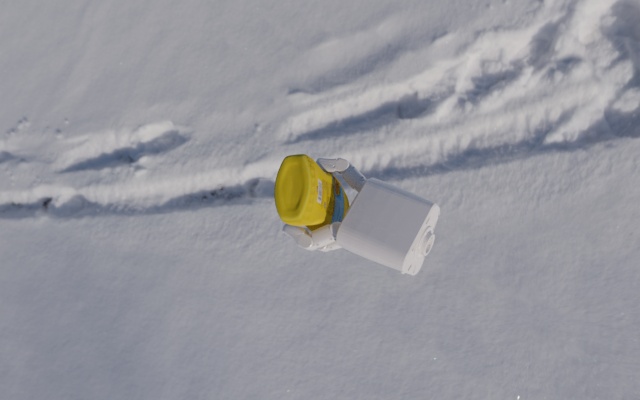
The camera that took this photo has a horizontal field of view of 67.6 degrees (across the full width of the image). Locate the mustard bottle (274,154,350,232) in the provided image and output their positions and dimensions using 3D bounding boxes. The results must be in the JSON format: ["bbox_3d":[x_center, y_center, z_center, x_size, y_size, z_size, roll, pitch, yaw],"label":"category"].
[{"bbox_3d":[0.000,0.002,0.724,0.058,0.096,0.192,-5,-15,24],"label":"mustard bottle"}]
